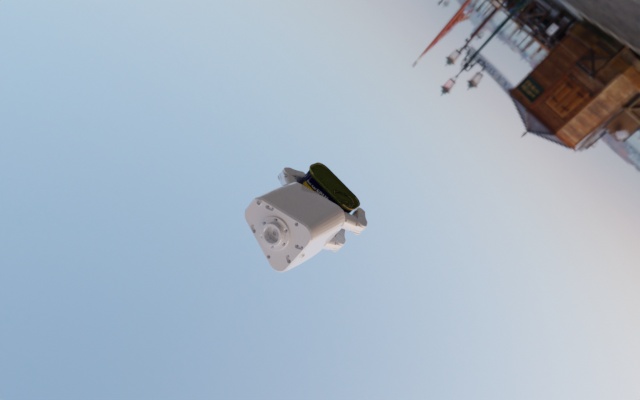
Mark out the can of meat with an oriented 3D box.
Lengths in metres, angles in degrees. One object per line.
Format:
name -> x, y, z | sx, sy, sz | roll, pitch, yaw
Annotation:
can of meat -> 0.000, 0.003, 0.794 | 0.084, 0.102, 0.057 | -48, -9, 27
